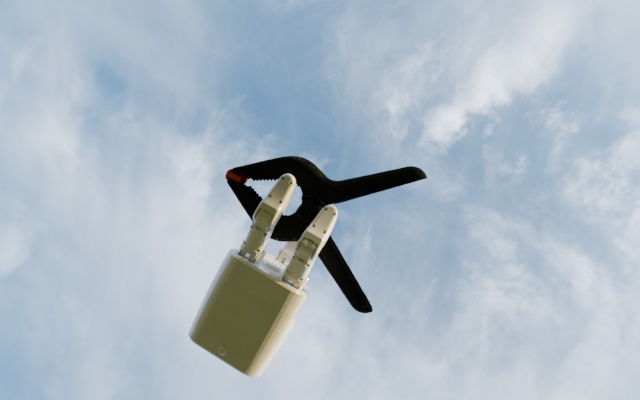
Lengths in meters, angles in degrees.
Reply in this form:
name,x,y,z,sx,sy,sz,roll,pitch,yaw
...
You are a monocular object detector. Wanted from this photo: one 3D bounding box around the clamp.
name,x,y,z,sx,sy,sz,roll,pitch,yaw
clamp,0.000,0.002,0.519,0.210,0.164,0.036,29,0,8
